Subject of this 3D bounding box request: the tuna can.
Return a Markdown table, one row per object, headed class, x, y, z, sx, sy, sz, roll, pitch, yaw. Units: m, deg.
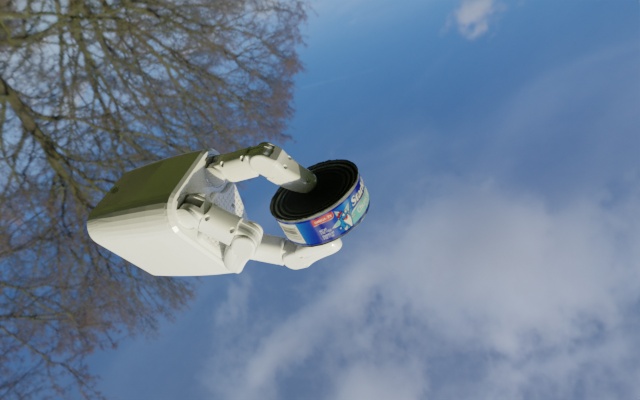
| class | x | y | z | sx | sy | sz | roll | pitch | yaw |
| --- | --- | --- | --- | --- | --- | --- | --- | --- | --- |
| tuna can | 0.000 | 0.002 | 0.427 | 0.086 | 0.034 | 0.086 | -21 | 31 | 13 |
